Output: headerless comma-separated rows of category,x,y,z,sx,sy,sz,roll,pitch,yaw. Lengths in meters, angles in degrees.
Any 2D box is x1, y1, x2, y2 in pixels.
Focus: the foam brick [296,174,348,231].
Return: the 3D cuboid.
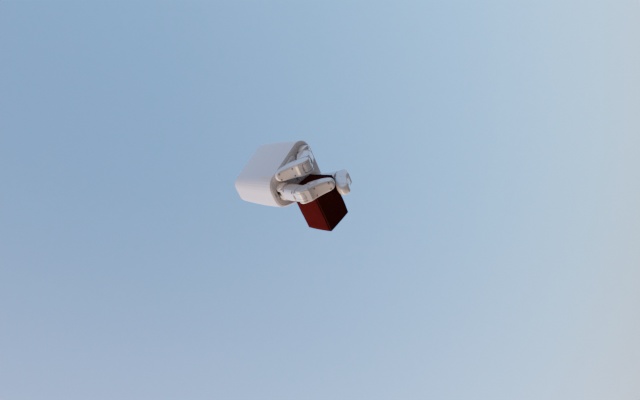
foam brick,0.000,0.003,0.779,0.051,0.078,0.053,4,38,44
